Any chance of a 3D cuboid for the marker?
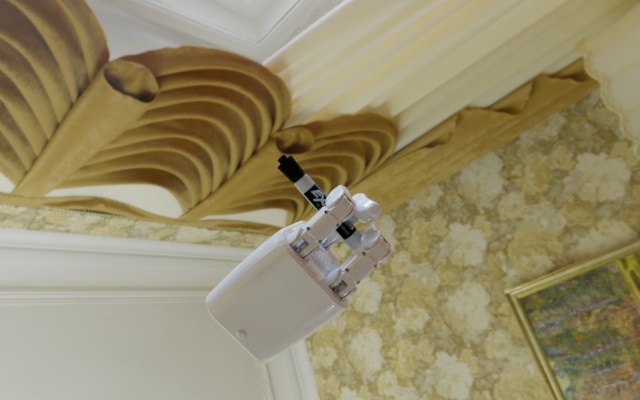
[{"bbox_3d":[0.000,0.002,0.483,0.020,0.121,0.020,-40,11,9],"label":"marker"}]
